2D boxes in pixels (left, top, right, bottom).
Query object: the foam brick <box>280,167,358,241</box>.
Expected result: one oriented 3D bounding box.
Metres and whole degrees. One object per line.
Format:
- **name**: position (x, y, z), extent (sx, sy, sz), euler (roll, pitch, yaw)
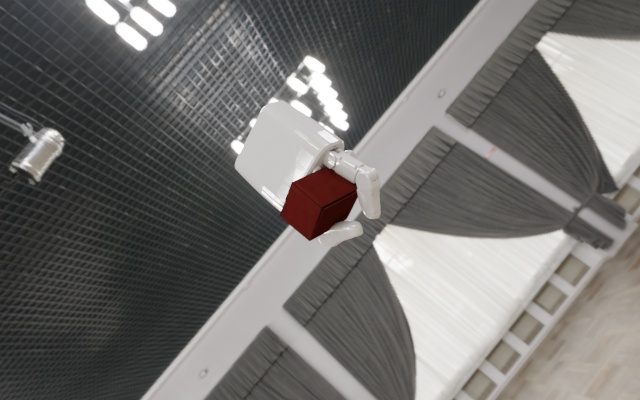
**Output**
- **foam brick**: position (0.000, 0.002, 0.562), extent (0.051, 0.053, 0.078), euler (39, 38, 20)
